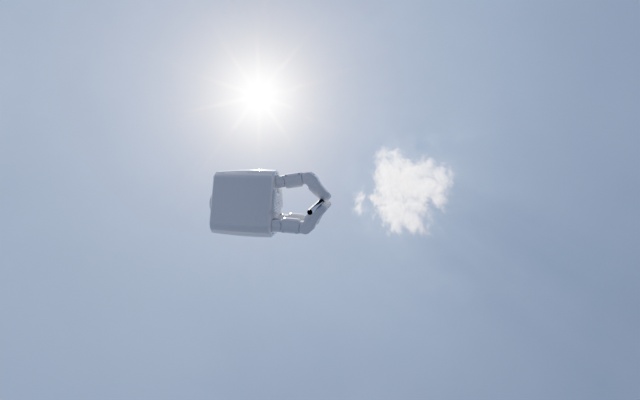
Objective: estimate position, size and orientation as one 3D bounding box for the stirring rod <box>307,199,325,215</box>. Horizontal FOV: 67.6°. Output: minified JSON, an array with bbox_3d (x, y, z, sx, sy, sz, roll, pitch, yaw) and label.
[{"bbox_3d":[0.000,0.003,0.787,0.011,0.011,0.239,0,7,7],"label":"stirring rod"}]
